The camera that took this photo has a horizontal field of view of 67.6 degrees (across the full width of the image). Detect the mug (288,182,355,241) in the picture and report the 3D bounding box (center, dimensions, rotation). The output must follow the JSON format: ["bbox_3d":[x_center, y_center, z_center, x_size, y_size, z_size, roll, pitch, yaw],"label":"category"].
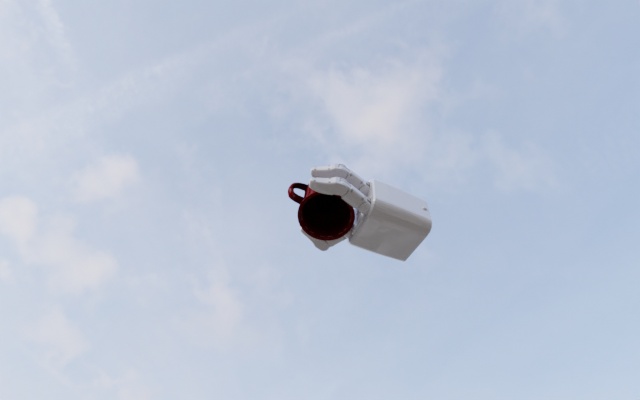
[{"bbox_3d":[-0.001,0.002,0.801,0.117,0.093,0.081,22,28,-8],"label":"mug"}]
